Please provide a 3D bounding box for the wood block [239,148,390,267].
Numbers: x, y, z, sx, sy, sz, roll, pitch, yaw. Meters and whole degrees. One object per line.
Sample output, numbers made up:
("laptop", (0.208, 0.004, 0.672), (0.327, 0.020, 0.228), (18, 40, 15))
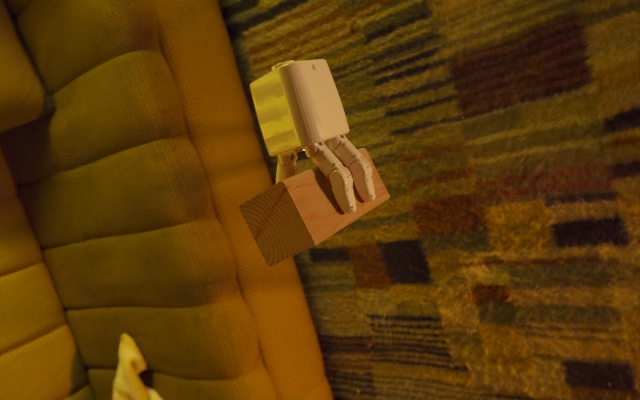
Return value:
("wood block", (0.000, 0.002, 0.667), (0.091, 0.090, 0.206), (-27, 0, 38))
